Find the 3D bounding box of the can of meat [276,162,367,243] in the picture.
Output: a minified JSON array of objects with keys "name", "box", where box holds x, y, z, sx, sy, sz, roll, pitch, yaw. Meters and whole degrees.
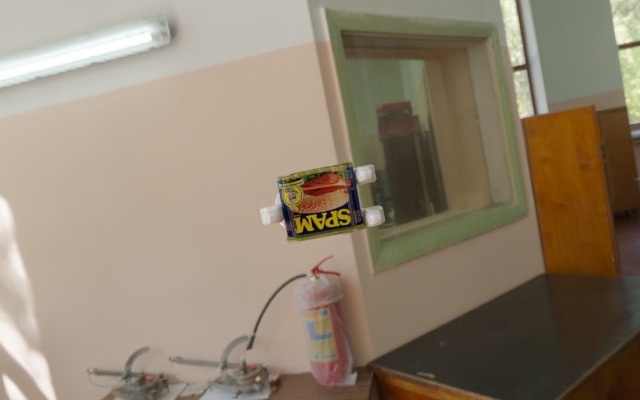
[{"name":"can of meat","box":[0.000,0.002,0.599,0.102,0.084,0.057,-11,2,6]}]
